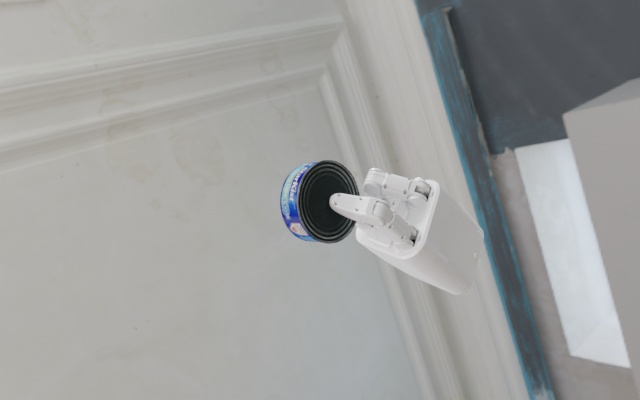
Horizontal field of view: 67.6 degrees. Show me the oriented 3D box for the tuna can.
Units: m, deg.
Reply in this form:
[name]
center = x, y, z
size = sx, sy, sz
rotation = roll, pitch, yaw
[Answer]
[tuna can]
center = 0.000, 0.002, 0.501
size = 0.086, 0.086, 0.034
rotation = 0, -1, -41
